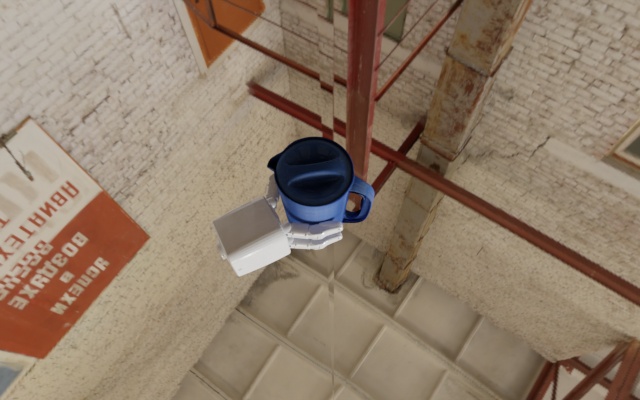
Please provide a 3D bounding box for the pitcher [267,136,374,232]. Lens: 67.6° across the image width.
[{"bbox_3d":[0.000,0.003,0.888,0.145,0.149,0.243,-26,-23,-11],"label":"pitcher"}]
